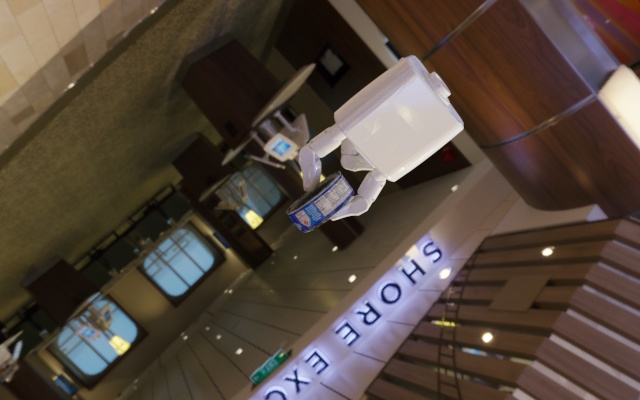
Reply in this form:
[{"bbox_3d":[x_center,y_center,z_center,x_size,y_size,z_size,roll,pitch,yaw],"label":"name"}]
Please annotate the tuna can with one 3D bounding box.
[{"bbox_3d":[0.000,0.002,0.601,0.086,0.034,0.086,-37,8,6],"label":"tuna can"}]
